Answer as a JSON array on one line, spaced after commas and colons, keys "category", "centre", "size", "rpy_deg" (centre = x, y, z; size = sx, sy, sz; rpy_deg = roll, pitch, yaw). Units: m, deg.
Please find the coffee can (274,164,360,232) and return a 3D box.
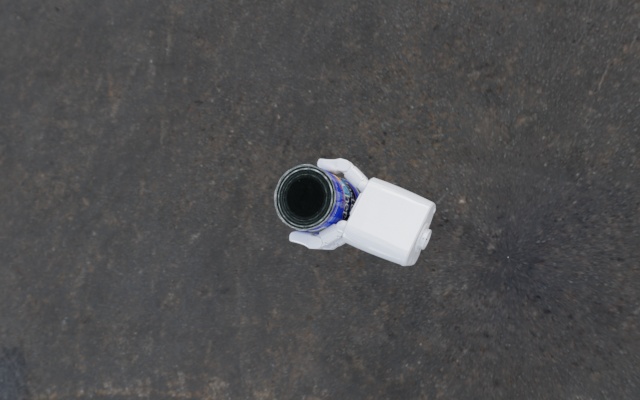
[{"category": "coffee can", "centre": [0.000, 0.002, 0.788], "size": [0.103, 0.103, 0.140], "rpy_deg": [0, -6, 21]}]
